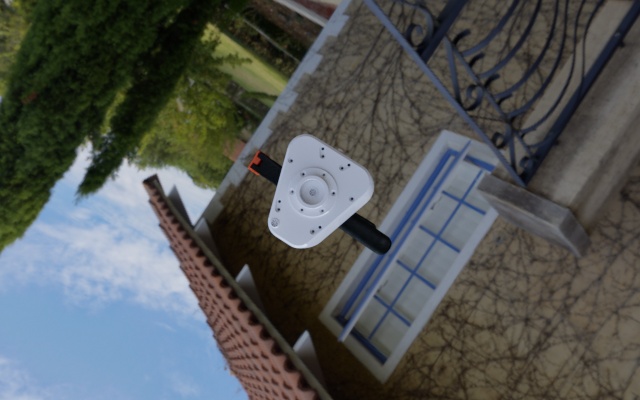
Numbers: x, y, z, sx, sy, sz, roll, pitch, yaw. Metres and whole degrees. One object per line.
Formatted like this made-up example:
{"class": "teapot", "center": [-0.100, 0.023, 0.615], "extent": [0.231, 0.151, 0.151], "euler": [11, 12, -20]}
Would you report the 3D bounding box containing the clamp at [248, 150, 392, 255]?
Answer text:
{"class": "clamp", "center": [-0.001, 0.003, 0.646], "extent": [0.210, 0.036, 0.164], "euler": [33, 2, 5]}
